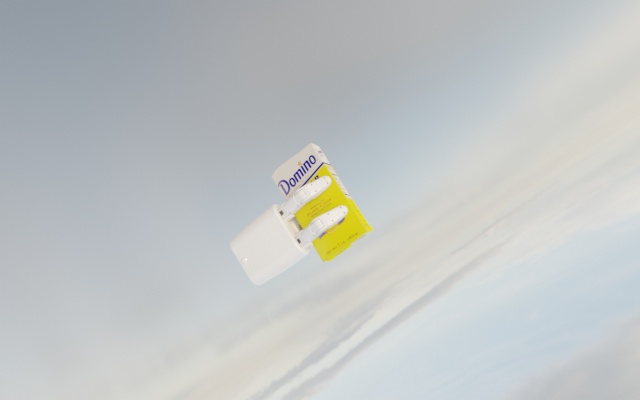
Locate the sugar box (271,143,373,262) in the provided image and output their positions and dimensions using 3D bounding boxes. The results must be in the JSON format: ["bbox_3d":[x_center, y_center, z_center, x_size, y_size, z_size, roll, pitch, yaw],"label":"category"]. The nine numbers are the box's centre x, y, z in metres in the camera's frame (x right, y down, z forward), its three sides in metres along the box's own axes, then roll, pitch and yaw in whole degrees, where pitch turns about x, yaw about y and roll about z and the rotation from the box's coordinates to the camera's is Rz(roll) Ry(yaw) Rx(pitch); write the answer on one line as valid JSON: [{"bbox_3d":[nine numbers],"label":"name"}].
[{"bbox_3d":[0.000,0.003,0.789,0.093,0.176,0.048,-37,-12,15],"label":"sugar box"}]
